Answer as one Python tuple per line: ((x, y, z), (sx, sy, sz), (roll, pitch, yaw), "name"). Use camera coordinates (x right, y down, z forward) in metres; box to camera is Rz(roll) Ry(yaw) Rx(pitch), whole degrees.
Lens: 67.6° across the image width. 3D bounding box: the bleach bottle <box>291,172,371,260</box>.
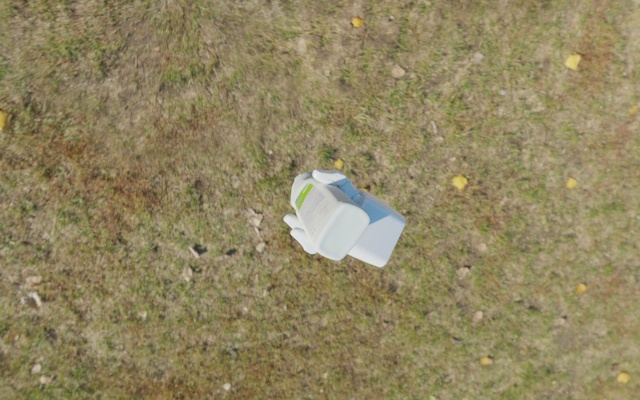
((0.000, 0.003, 0.853), (0.068, 0.102, 0.250), (28, 13, -26), "bleach bottle")
